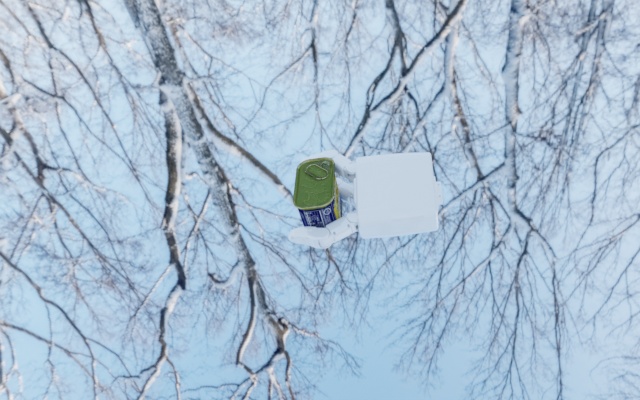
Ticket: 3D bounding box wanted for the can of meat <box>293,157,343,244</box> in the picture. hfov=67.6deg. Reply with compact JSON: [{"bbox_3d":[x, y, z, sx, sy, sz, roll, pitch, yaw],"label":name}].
[{"bbox_3d":[0.000,0.003,0.692,0.057,0.084,0.102,-8,44,10],"label":"can of meat"}]
